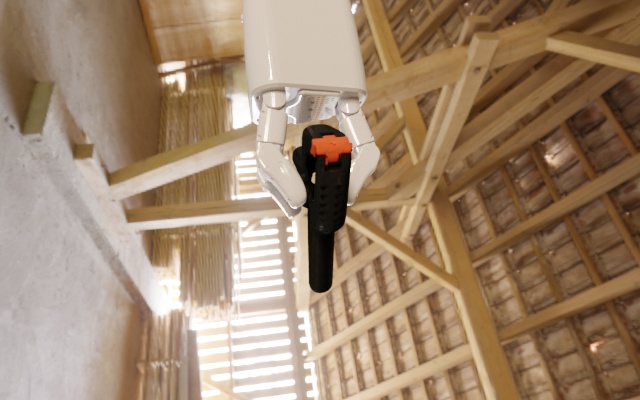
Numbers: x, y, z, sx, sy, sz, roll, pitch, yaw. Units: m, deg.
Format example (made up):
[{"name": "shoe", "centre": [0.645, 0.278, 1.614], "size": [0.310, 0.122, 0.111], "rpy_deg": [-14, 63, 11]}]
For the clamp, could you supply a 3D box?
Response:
[{"name": "clamp", "centre": [0.001, 0.001, 0.438], "size": [0.036, 0.164, 0.210], "rpy_deg": [-7, -10, -8]}]
